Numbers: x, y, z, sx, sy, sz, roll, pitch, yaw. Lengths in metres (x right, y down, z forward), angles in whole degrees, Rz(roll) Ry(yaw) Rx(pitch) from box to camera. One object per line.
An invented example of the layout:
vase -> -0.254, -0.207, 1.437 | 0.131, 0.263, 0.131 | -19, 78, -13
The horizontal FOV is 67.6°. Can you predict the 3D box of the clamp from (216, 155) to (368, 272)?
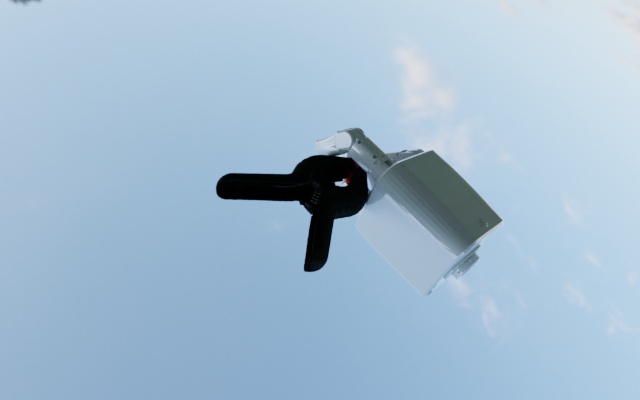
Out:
clamp -> 0.000, 0.002, 0.455 | 0.171, 0.120, 0.039 | -22, -27, -43
